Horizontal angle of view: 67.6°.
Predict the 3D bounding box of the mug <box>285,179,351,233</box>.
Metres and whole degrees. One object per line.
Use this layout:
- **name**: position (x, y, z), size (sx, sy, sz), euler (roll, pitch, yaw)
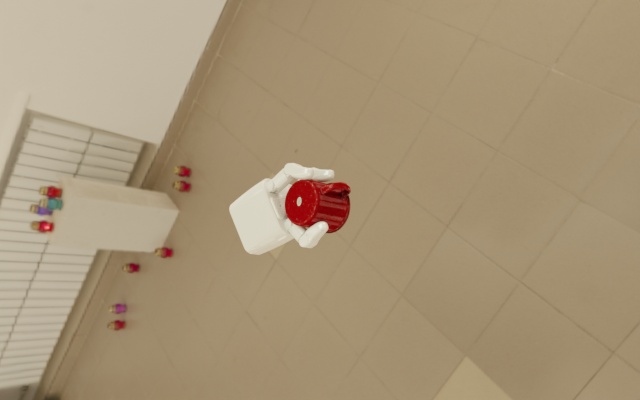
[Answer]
- **mug**: position (0.001, 0.002, 0.831), size (0.117, 0.093, 0.081), euler (-32, -28, 34)
